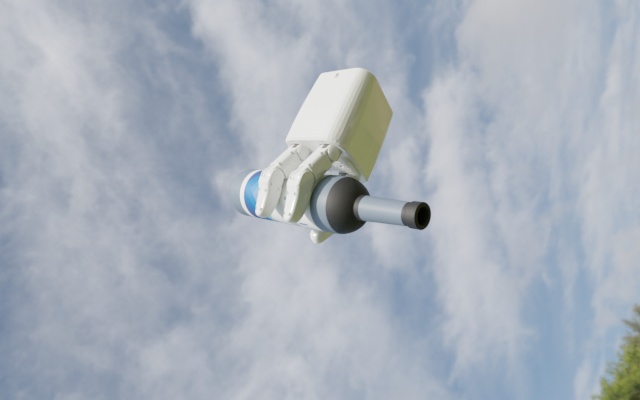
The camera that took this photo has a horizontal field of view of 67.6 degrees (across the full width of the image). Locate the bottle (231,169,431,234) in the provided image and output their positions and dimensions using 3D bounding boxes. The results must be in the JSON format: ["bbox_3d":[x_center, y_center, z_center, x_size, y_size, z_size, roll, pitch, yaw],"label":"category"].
[{"bbox_3d":[0.000,0.002,0.568,0.069,0.069,0.295,0,5,-43],"label":"bottle"}]
